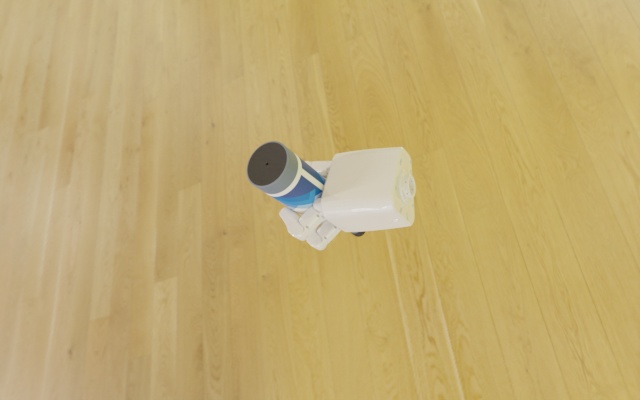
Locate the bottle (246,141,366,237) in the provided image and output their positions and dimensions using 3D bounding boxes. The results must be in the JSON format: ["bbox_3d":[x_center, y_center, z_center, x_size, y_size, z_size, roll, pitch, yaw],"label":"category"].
[{"bbox_3d":[0.000,0.002,0.739,0.069,0.069,0.296,0,-20,30],"label":"bottle"}]
